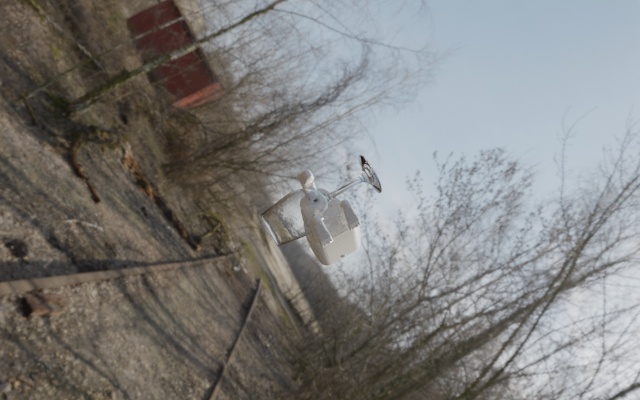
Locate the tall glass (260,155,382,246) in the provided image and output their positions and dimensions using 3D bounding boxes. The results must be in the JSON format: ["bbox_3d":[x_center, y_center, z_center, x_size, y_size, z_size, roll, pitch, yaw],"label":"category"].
[{"bbox_3d":[0.001,0.002,0.814,0.201,0.079,0.079,-29,4,-7],"label":"tall glass"}]
